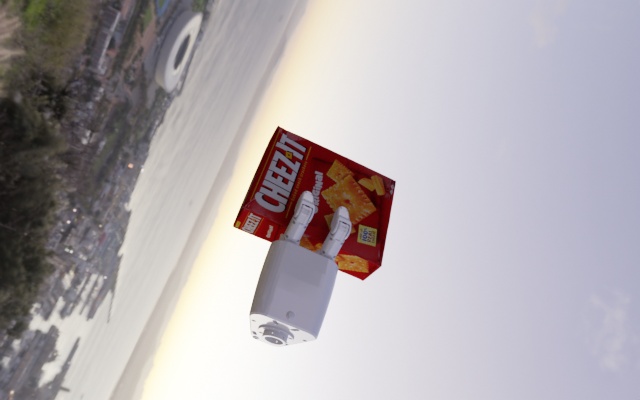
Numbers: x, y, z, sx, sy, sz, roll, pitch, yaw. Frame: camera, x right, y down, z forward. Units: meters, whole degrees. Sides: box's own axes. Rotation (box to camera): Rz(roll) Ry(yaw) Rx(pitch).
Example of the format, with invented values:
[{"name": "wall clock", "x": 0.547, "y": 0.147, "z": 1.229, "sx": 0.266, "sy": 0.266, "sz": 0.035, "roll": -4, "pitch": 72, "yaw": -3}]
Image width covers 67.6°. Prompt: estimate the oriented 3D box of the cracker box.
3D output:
[{"name": "cracker box", "x": 0.000, "y": 0.003, "z": 0.721, "sx": 0.214, "sy": 0.164, "sz": 0.072, "roll": 24, "pitch": -36, "yaw": -10}]
